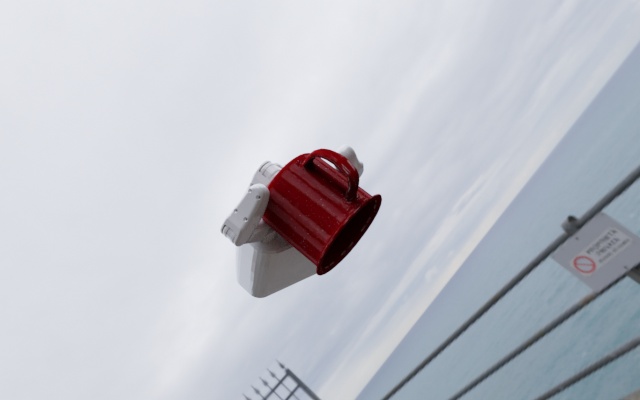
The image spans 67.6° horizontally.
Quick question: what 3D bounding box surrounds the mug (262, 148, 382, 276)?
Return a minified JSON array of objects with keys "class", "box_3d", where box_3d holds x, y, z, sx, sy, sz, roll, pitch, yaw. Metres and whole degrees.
[{"class":"mug","box_3d":[0.000,0.000,0.439,0.081,0.117,0.093,38,51,17]}]
